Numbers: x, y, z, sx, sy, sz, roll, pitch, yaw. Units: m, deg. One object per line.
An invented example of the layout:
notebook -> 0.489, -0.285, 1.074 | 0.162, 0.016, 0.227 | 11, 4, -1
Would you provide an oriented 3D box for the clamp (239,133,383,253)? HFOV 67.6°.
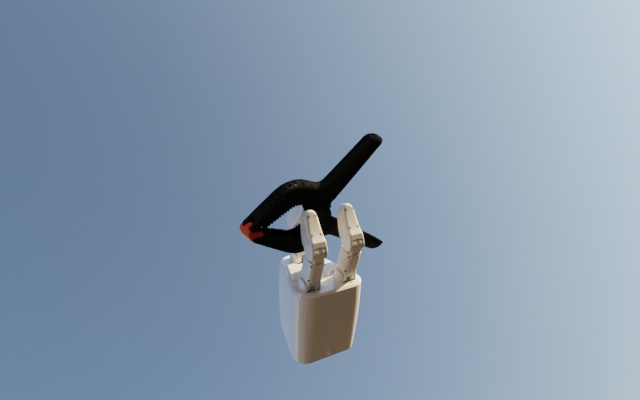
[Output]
clamp -> -0.001, 0.002, 0.603 | 0.210, 0.165, 0.036 | -10, 22, -31
